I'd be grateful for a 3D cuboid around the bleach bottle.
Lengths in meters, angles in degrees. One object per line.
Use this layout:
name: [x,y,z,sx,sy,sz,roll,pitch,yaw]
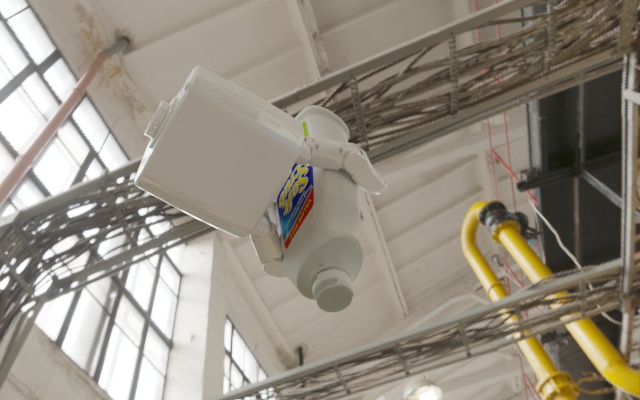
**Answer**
bleach bottle: [0.000,0.002,0.464,0.068,0.102,0.250,30,24,-25]
